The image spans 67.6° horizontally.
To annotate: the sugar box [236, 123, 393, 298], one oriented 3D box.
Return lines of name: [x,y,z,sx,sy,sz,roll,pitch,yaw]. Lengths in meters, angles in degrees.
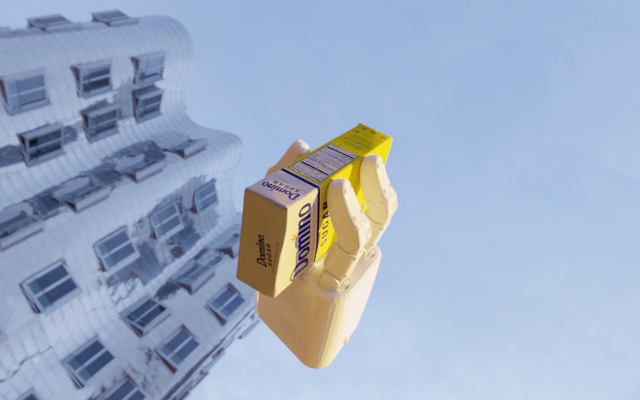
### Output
sugar box: [0.001,0.002,0.426,0.048,0.093,0.176,25,36,20]
